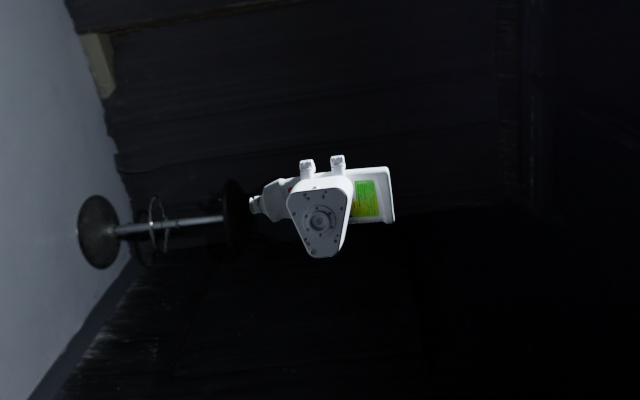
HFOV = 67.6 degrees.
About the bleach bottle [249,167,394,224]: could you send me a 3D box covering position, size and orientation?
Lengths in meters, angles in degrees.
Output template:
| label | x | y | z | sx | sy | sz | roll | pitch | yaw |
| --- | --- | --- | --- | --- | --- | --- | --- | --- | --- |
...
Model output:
| label | x | y | z | sx | sy | sz | roll | pitch | yaw |
| --- | --- | --- | --- | --- | --- | --- | --- | --- | --- |
| bleach bottle | 0.000 | 0.003 | 0.850 | 0.251 | 0.102 | 0.068 | -7 | 10 | 7 |
